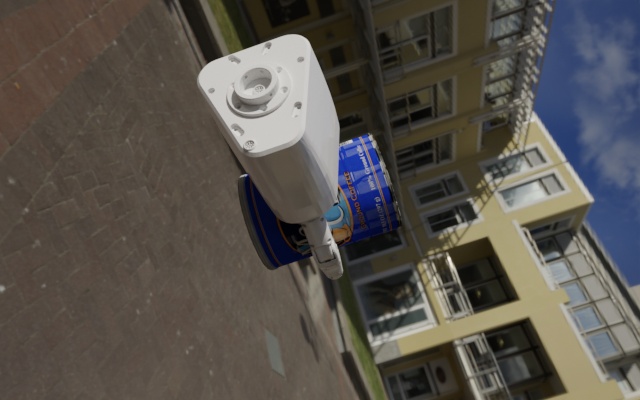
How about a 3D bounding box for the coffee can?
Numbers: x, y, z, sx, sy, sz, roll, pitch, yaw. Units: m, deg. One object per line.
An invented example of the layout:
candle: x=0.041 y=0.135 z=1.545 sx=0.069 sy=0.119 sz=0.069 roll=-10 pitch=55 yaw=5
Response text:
coffee can: x=0.000 y=0.002 z=0.490 sx=0.140 sy=0.103 sz=0.103 roll=-18 pitch=-1 yaw=3
